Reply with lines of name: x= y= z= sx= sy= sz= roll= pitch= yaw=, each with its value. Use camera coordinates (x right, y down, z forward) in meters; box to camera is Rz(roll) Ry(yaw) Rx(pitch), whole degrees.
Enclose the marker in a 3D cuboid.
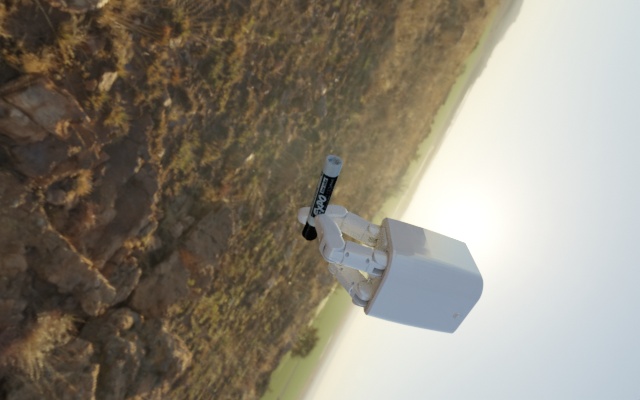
marker: x=0.000 y=0.002 z=0.532 sx=0.020 sy=0.121 sz=0.020 roll=10 pitch=41 yaw=-9
